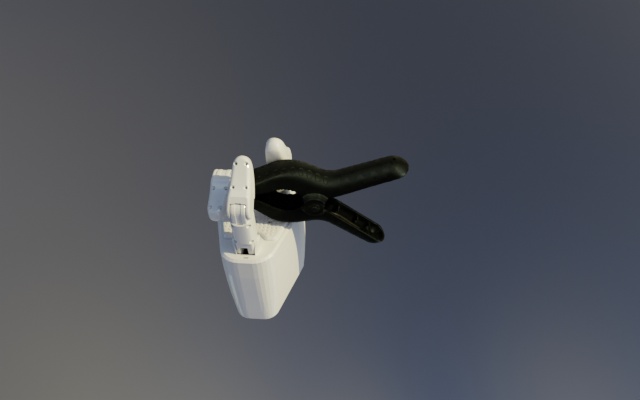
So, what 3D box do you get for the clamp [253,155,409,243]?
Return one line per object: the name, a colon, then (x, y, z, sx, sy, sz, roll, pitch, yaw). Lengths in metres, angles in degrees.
clamp: (0.000, 0.002, 0.495, 0.171, 0.120, 0.039, 2, 41, 4)
